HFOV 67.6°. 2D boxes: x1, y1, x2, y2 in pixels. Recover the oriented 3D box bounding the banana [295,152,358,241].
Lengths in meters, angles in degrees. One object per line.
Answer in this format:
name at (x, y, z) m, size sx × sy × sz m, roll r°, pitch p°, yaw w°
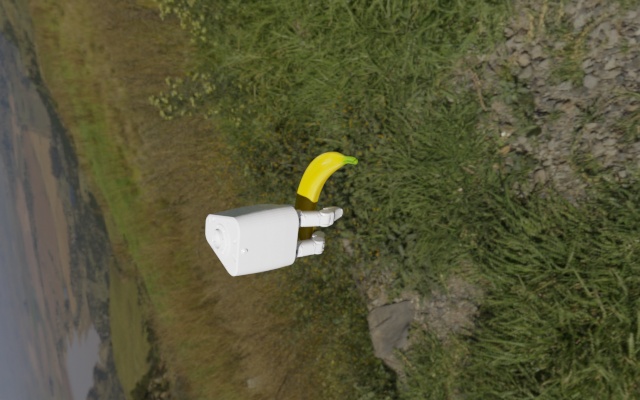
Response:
banana at (-0.009, -0.012, 0.806) m, size 0.037 × 0.198 × 0.069 m, roll -9°, pitch 49°, yaw -42°
